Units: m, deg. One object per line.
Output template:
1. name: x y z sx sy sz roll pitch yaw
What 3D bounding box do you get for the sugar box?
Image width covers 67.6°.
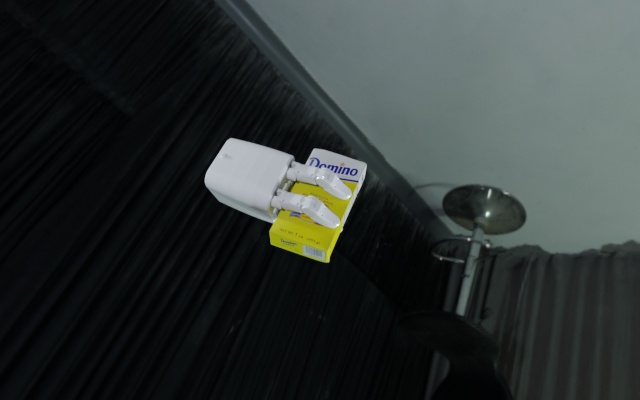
1. sugar box: 0.000 0.002 0.735 0.093 0.176 0.048 18 -32 11
